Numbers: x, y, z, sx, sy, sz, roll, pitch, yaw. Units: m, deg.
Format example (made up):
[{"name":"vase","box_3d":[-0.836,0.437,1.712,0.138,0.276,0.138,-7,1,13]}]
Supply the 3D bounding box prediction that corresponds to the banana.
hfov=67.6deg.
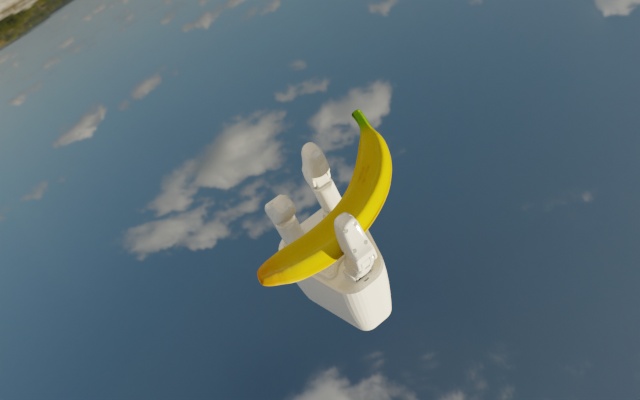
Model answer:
[{"name":"banana","box_3d":[0.018,0.007,0.449,0.069,0.197,0.037,26,-22,11]}]
